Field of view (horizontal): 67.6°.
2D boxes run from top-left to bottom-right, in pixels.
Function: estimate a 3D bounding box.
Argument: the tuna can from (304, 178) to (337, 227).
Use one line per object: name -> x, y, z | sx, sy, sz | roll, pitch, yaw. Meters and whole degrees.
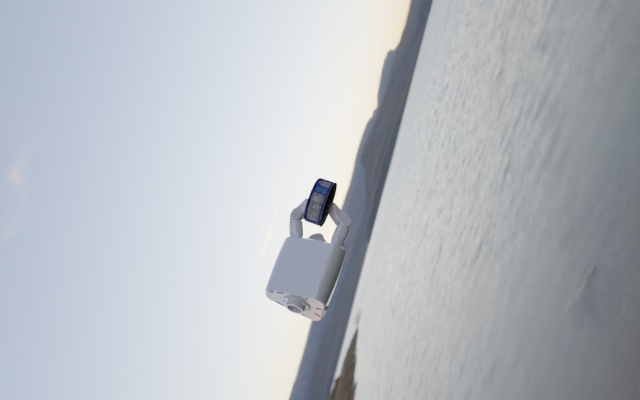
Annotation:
tuna can -> 0.000, 0.003, 0.870 | 0.034, 0.086, 0.086 | 19, 3, 9
